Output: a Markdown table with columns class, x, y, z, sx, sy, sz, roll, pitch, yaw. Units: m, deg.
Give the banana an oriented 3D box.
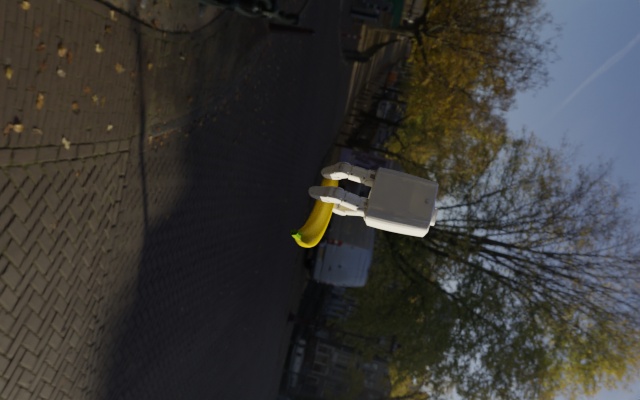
| class | x | y | z | sx | sy | sz | roll | pitch | yaw |
| --- | --- | --- | --- | --- | --- | --- | --- | --- | --- |
| banana | -0.002 | 0.019 | 0.832 | 0.037 | 0.070 | 0.197 | 13 | 41 | 12 |
